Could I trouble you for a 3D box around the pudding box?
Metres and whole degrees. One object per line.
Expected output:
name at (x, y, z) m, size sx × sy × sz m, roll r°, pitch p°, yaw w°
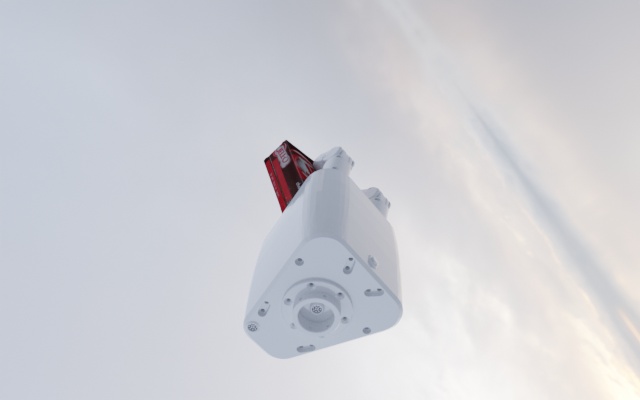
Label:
pudding box at (0.000, 0.002, 0.481) m, size 0.039 × 0.090 × 0.113 m, roll -38°, pitch -44°, yaw 16°
